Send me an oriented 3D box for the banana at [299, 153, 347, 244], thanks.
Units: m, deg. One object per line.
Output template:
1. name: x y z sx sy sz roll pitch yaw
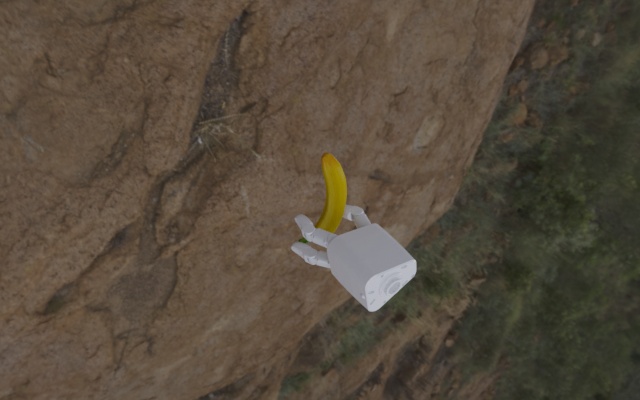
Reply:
1. banana: 0.015 0.004 0.856 0.069 0.198 0.037 -7 36 -33
